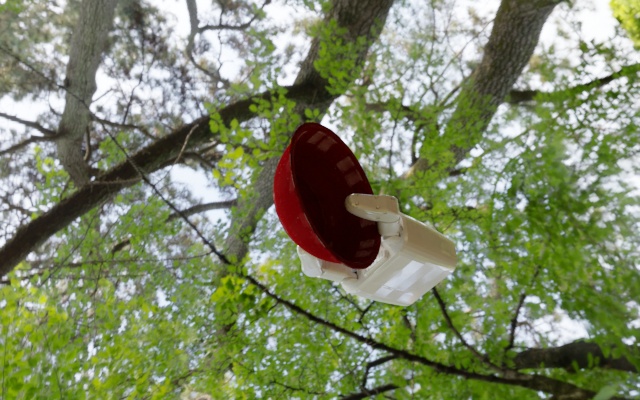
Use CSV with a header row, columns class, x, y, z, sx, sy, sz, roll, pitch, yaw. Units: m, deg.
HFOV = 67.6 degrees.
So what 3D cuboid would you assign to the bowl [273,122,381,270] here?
class,x,y,z,sx,sy,sz,roll,pitch,yaw
bowl,-0.001,0.001,0.505,0.055,0.162,0.162,-23,-12,29
